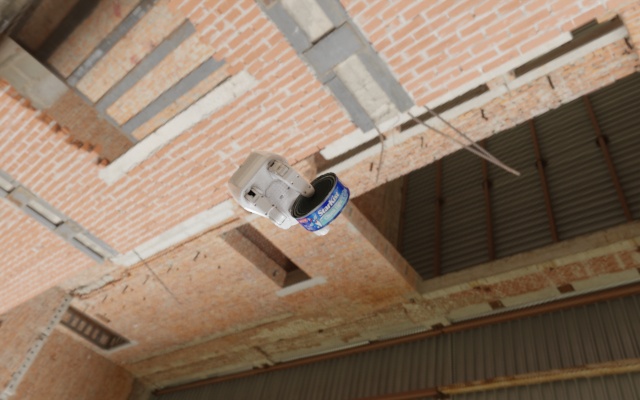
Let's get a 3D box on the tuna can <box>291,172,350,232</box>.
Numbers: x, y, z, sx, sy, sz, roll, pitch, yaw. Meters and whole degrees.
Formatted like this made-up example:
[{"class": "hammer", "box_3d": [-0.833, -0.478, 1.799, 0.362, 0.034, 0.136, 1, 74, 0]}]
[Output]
[{"class": "tuna can", "box_3d": [0.001, 0.003, 0.675, 0.034, 0.086, 0.086, 45, -21, -22]}]
